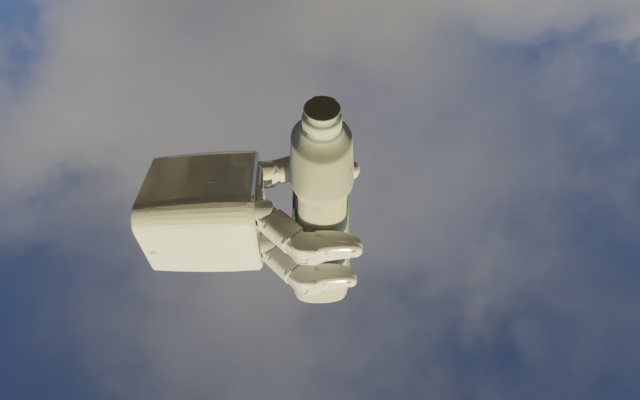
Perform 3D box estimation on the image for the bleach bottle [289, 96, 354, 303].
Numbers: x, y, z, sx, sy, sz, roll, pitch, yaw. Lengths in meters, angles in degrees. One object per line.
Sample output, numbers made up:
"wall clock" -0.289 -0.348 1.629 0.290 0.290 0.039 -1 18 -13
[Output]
"bleach bottle" 0.000 0.002 0.457 0.068 0.102 0.251 -2 -38 -2
